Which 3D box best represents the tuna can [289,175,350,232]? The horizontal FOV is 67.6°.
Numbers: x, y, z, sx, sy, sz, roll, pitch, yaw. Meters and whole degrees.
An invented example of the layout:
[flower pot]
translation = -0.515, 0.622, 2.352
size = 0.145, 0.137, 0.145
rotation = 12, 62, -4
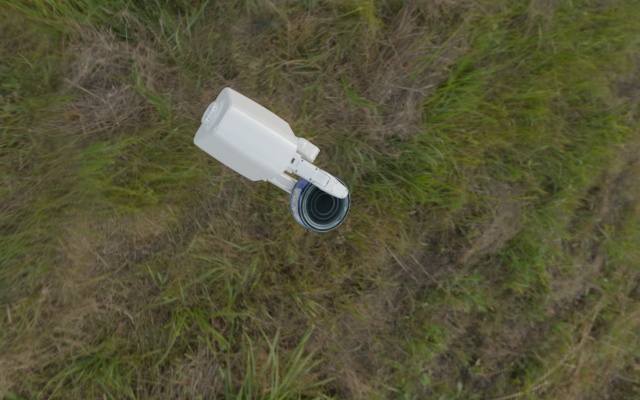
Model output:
[tuna can]
translation = 0.000, 0.002, 0.697
size = 0.086, 0.086, 0.033
rotation = 0, 11, -28
